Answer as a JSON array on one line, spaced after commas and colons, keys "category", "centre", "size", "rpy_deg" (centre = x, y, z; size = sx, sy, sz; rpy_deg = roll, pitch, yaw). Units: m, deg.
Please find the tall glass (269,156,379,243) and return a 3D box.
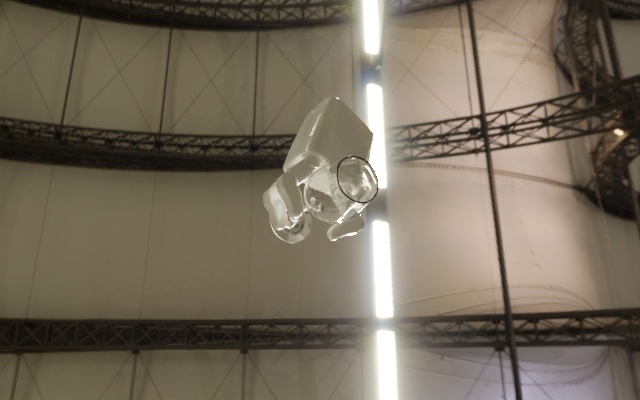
[{"category": "tall glass", "centre": [0.000, 0.003, 0.666], "size": [0.079, 0.079, 0.201], "rpy_deg": [0, -16, -29]}]
